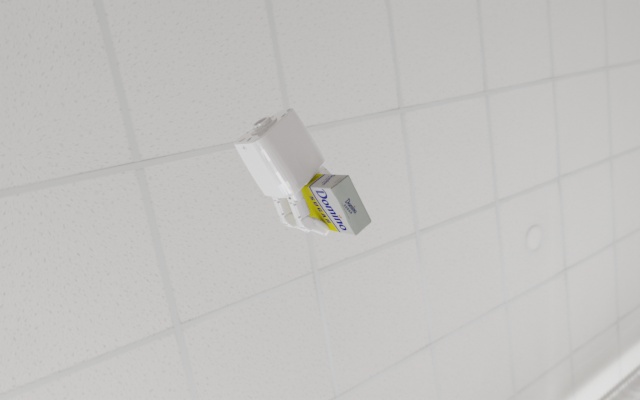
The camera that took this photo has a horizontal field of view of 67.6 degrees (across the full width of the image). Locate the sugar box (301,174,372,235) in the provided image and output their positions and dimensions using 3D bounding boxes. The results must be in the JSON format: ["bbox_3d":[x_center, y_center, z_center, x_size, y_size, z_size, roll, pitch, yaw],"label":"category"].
[{"bbox_3d":[0.000,0.003,0.809,0.048,0.093,0.176,-38,23,-24],"label":"sugar box"}]
